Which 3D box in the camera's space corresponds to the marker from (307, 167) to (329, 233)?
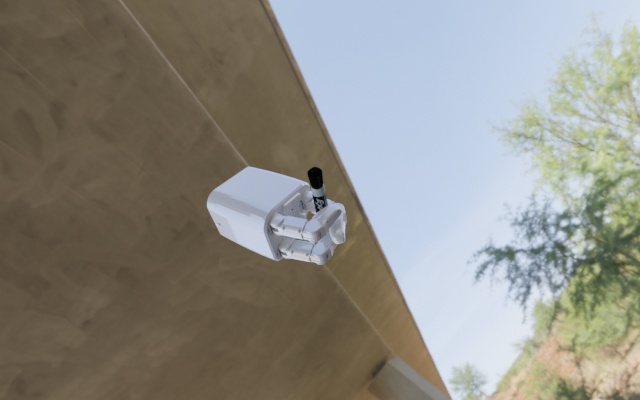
[{"bbox_3d":[0.000,0.002,0.630,0.020,0.020,0.121,0,-42,11],"label":"marker"}]
